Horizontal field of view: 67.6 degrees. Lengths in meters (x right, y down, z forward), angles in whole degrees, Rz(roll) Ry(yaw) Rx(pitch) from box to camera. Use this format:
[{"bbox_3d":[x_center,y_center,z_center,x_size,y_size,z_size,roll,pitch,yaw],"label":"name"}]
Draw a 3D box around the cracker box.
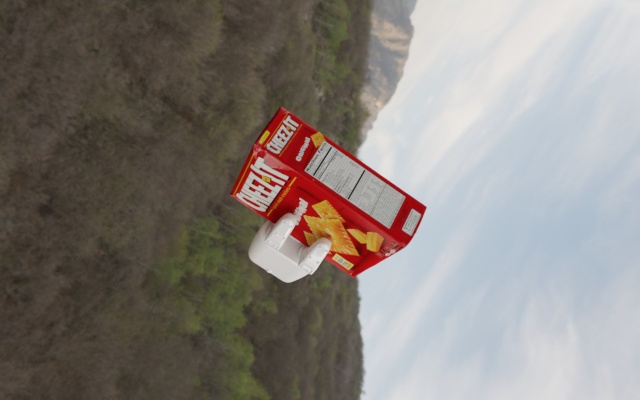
[{"bbox_3d":[0.000,0.002,0.614,0.214,0.072,0.164,34,-29,-6],"label":"cracker box"}]
